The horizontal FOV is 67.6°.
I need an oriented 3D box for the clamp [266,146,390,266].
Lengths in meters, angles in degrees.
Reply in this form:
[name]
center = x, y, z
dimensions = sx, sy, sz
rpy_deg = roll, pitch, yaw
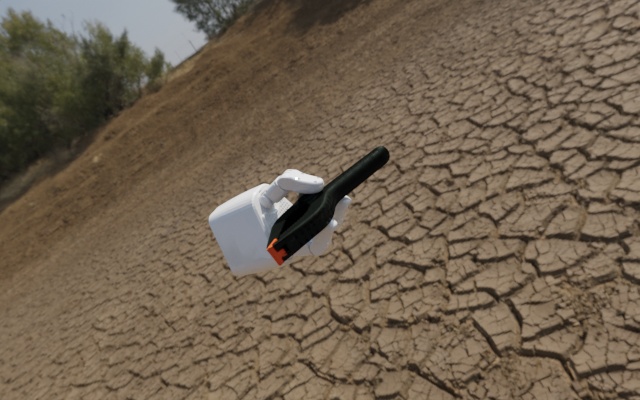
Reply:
[clamp]
center = -0.001, 0.002, 0.630
dimensions = 0.164, 0.036, 0.210
rpy_deg = -22, 22, 37
